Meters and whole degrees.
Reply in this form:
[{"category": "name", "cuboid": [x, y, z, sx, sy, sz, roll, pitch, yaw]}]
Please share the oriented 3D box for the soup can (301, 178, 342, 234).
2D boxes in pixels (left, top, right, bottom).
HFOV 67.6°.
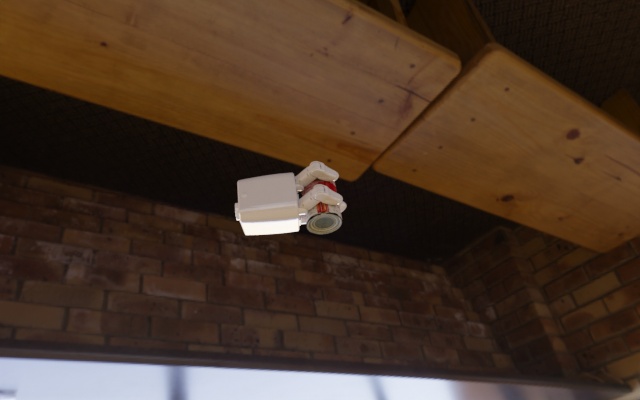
[{"category": "soup can", "cuboid": [0.001, 0.003, 0.891, 0.068, 0.102, 0.069, -6, -36, -5]}]
